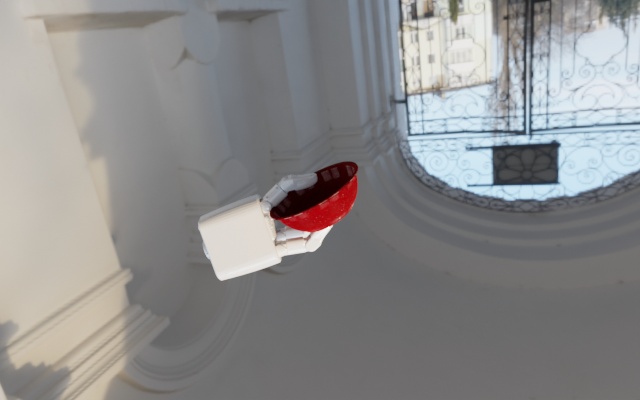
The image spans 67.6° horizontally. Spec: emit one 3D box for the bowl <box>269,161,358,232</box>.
[{"bbox_3d":[0.001,0.002,0.769,0.162,0.055,0.162,-28,19,10],"label":"bowl"}]
